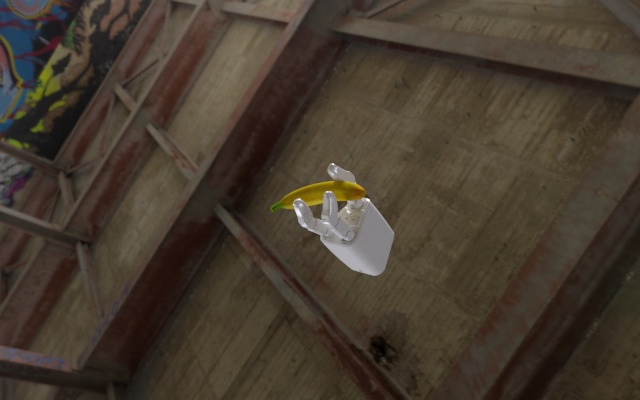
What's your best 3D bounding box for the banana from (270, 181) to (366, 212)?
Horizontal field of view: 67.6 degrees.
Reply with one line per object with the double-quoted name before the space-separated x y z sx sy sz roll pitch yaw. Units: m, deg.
"banana" 0.004 -0.007 0.880 0.198 0.037 0.069 -12 29 31
